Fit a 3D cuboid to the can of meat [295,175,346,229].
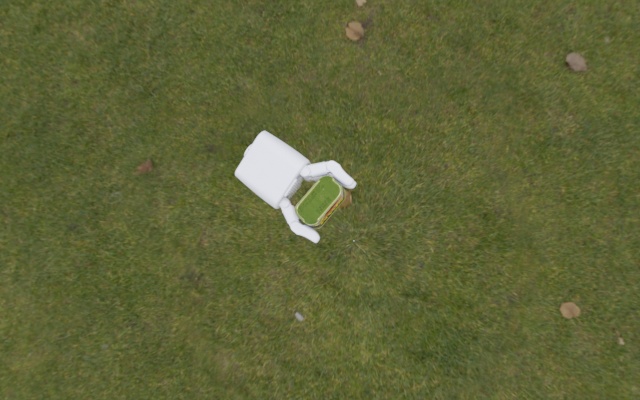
[{"bbox_3d":[0.000,0.003,0.897,0.057,0.102,0.084,40,-1,7],"label":"can of meat"}]
